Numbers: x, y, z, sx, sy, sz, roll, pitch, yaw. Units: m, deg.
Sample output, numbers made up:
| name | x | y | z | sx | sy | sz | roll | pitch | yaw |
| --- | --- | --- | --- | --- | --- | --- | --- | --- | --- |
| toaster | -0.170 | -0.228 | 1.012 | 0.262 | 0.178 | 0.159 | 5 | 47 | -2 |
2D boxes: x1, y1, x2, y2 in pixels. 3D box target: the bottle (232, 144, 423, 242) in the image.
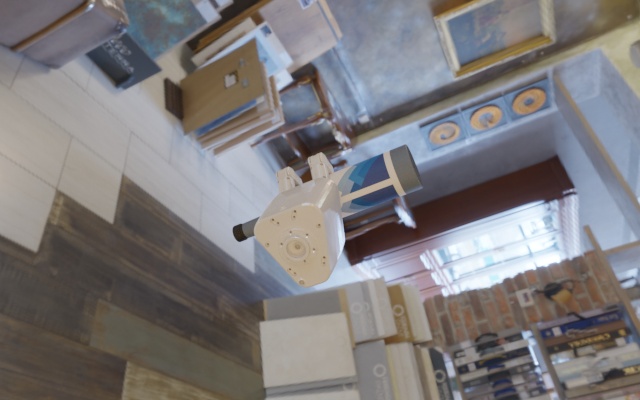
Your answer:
| name | x | y | z | sx | sy | sz | roll | pitch | yaw |
| --- | --- | --- | --- | --- | --- | --- | --- | --- | --- |
| bottle | 0.000 | 0.002 | 0.710 | 0.296 | 0.069 | 0.069 | -21 | -6 | 16 |
